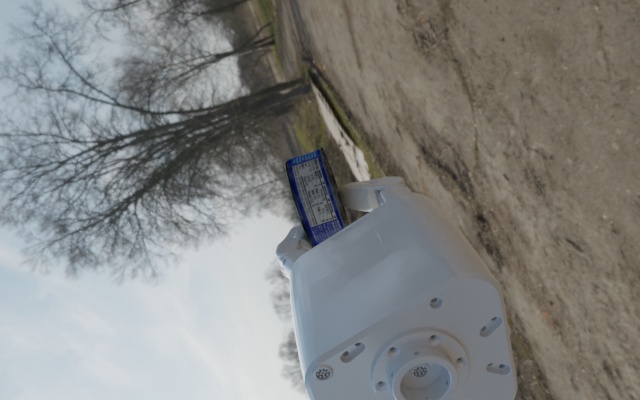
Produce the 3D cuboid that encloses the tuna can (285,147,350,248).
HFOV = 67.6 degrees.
[{"bbox_3d":[0.000,0.001,0.400,0.034,0.086,0.086,-19,-1,4],"label":"tuna can"}]
